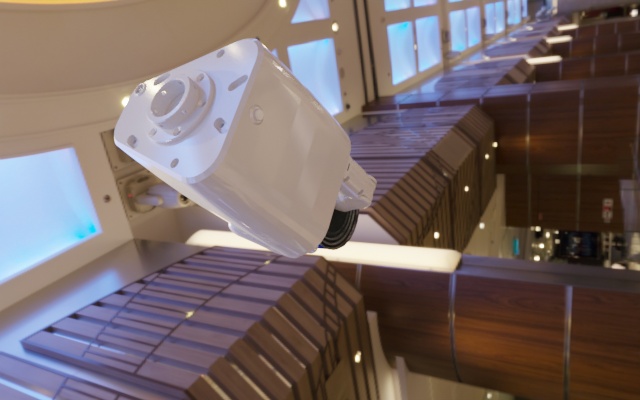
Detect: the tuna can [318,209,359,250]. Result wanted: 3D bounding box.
[{"bbox_3d":[0.000,0.001,0.435,0.034,0.086,0.086,0,0,35],"label":"tuna can"}]
